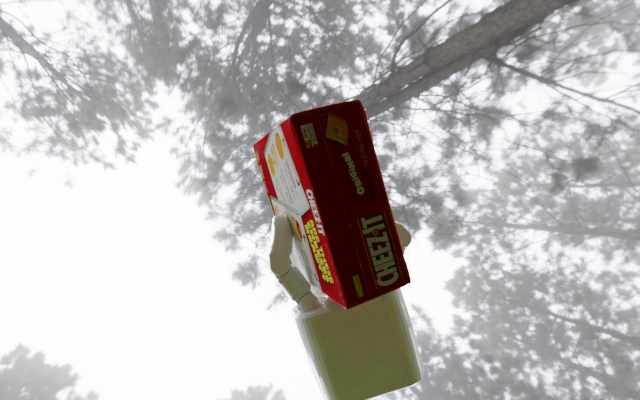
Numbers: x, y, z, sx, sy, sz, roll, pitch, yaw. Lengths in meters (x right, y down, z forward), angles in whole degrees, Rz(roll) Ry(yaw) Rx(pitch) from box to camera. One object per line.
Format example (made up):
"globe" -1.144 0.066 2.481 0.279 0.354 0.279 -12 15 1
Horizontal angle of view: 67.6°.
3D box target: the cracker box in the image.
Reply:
"cracker box" 0.000 0.002 0.486 0.072 0.164 0.213 -18 5 -15
